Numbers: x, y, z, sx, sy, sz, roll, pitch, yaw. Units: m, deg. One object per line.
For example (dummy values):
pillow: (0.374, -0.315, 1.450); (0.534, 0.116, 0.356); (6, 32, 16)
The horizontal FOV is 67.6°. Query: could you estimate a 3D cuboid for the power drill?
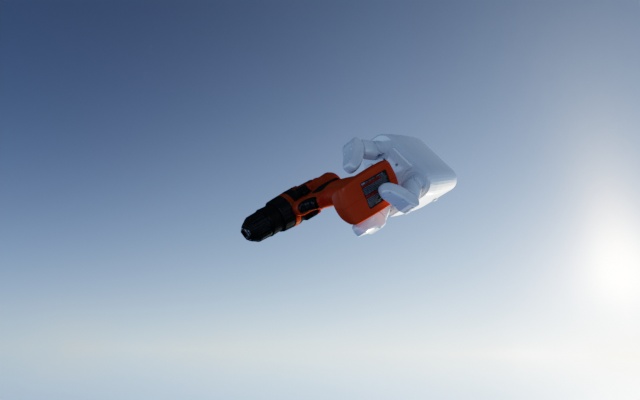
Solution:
power drill: (0.001, 0.002, 0.653); (0.184, 0.057, 0.187); (-32, 15, -34)
